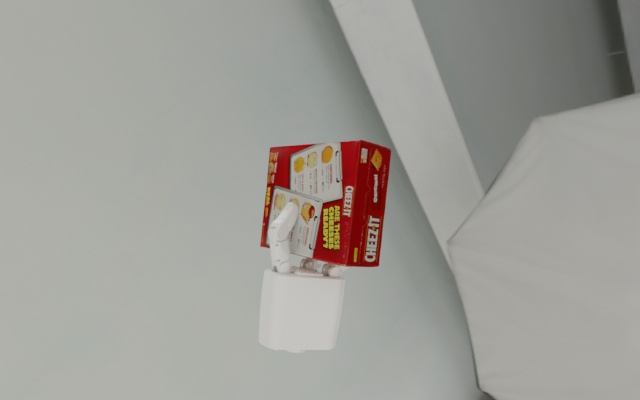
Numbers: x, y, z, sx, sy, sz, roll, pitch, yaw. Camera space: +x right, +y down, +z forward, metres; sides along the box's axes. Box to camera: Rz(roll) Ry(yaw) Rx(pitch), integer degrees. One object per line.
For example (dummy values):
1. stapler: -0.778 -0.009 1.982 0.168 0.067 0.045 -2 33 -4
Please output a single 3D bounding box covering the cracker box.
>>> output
1. cracker box: 0.000 0.002 0.703 0.072 0.164 0.213 7 -2 -39
